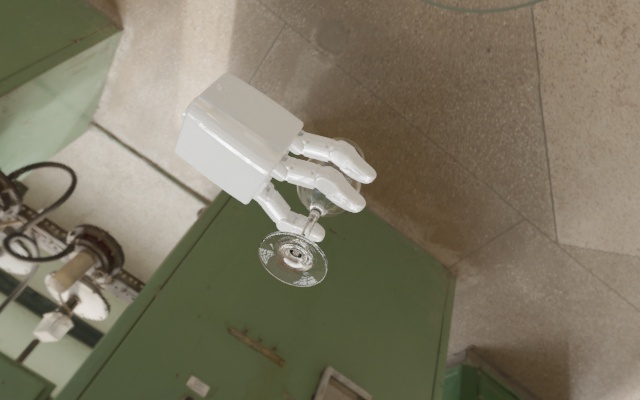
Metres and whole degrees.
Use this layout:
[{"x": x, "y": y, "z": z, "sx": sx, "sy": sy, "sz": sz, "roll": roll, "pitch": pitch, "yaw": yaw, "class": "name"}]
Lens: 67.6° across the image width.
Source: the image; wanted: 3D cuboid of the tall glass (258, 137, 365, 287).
[{"x": 0.000, "y": 0.002, "z": 0.555, "sx": 0.079, "sy": 0.079, "sz": 0.201, "roll": 0, "pitch": 36, "yaw": 21, "class": "tall glass"}]
